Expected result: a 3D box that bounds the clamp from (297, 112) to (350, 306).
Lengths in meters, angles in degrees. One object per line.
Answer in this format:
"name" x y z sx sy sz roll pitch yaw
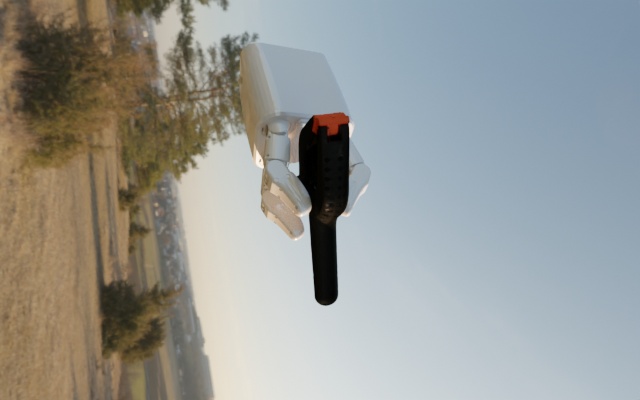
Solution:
"clamp" 0.001 0.001 0.471 0.036 0.164 0.210 -10 -27 -15
